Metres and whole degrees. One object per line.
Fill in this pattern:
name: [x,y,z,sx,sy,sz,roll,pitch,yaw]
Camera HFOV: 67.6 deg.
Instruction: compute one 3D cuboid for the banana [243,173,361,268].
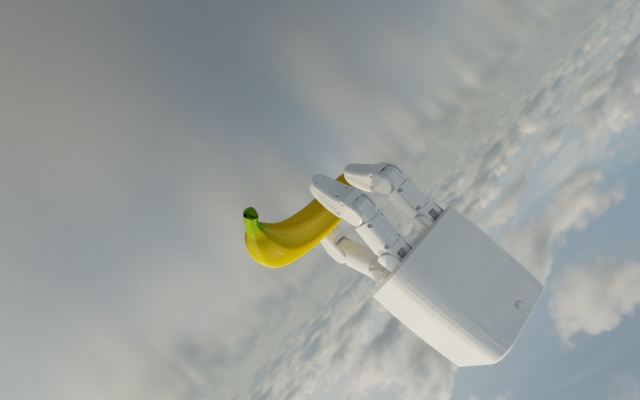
banana: [-0.010,0.016,0.439,0.037,0.070,0.197,38,30,15]
